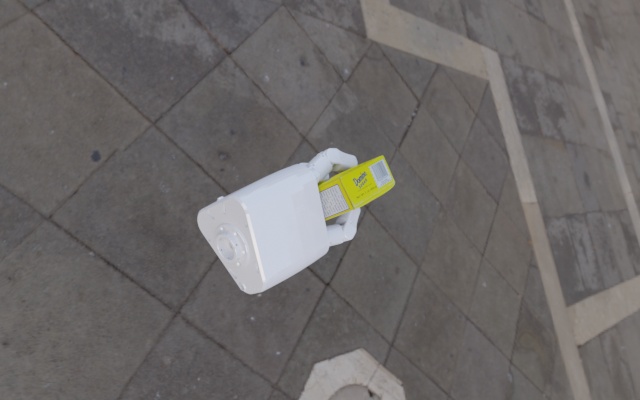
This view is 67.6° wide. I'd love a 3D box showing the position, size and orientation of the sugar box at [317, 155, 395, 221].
[{"bbox_3d":[0.000,0.002,0.607,0.176,0.048,0.093,-21,5,44],"label":"sugar box"}]
